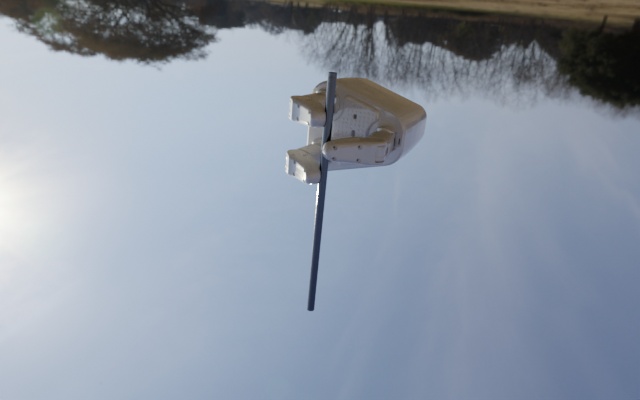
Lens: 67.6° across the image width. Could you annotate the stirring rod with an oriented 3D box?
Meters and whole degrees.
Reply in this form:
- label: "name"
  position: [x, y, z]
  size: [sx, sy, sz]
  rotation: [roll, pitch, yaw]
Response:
- label: "stirring rod"
  position: [0.000, 0.001, 0.455]
  size: [0.011, 0.240, 0.011]
  rotation: [5, 21, -2]
